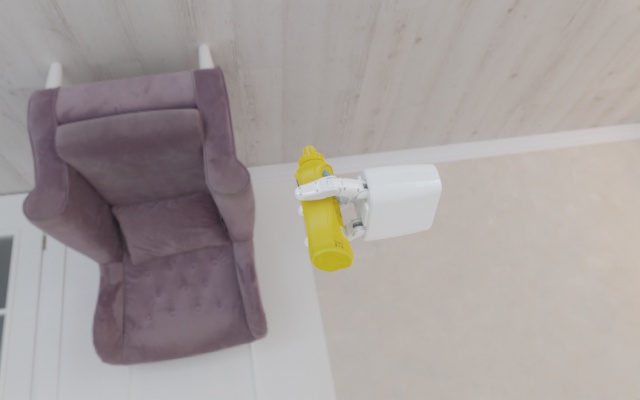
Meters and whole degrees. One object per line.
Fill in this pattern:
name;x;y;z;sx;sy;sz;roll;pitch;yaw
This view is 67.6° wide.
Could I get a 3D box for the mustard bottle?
mustard bottle;0.000;0.003;0.701;0.058;0.191;0.096;-18;-27;12
